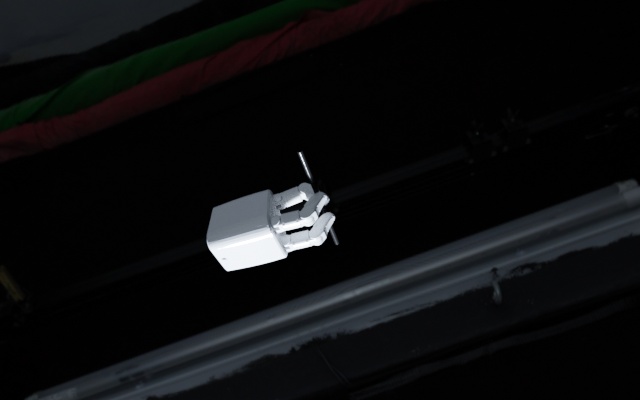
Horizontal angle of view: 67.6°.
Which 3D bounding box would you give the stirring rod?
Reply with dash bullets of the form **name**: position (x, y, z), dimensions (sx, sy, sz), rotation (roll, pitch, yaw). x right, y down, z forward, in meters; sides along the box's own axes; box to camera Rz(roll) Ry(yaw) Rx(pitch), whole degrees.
- **stirring rod**: position (0.000, 0.002, 0.779), dimensions (0.011, 0.011, 0.240), rotation (0, -38, 19)
